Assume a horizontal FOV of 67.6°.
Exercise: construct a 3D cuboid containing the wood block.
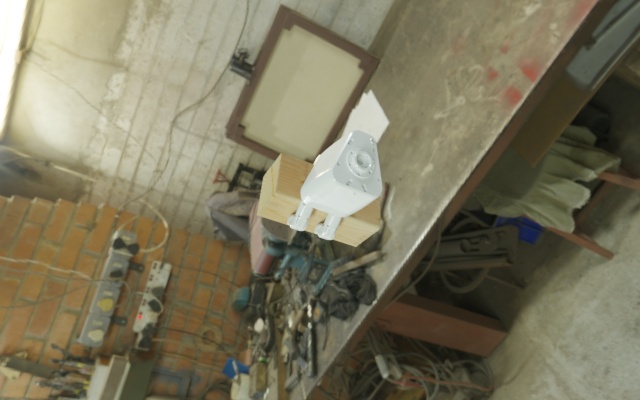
[{"bbox_3d":[0.000,0.002,0.880,0.206,0.090,0.090,20,-36,-20],"label":"wood block"}]
